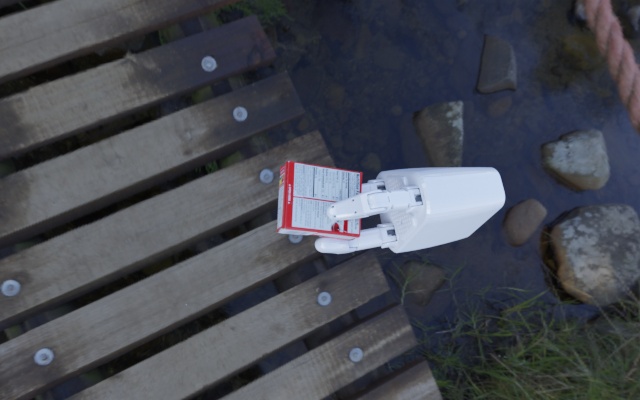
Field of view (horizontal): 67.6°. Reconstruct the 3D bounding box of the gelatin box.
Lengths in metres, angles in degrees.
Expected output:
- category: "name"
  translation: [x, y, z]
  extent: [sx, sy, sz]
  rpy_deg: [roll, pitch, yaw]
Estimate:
- category: "gelatin box"
  translation: [0.000, 0.002, 0.511]
  extent: [0.089, 0.073, 0.030]
  rpy_deg: [8, -15, -21]
